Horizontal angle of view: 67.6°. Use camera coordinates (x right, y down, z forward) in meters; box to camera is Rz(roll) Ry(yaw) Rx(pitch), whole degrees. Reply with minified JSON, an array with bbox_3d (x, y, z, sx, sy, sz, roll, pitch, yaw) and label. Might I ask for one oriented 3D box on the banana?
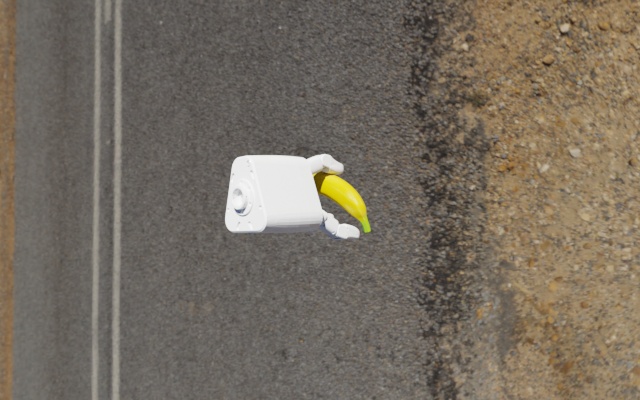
[{"bbox_3d":[0.006,-0.013,0.789,0.037,0.070,0.197,-9,28,-45],"label":"banana"}]
